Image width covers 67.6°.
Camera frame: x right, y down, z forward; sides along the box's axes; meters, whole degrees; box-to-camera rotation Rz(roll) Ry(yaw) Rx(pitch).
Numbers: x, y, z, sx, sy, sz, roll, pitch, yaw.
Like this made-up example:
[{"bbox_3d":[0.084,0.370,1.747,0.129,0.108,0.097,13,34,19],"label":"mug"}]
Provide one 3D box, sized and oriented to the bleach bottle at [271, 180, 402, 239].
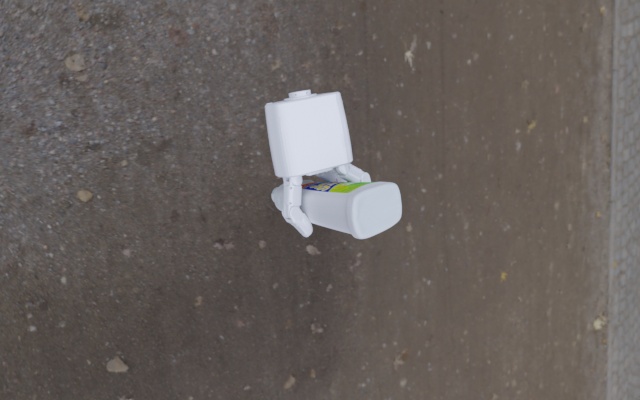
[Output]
[{"bbox_3d":[0.000,0.002,0.742,0.102,0.068,0.251,-19,16,-38],"label":"bleach bottle"}]
